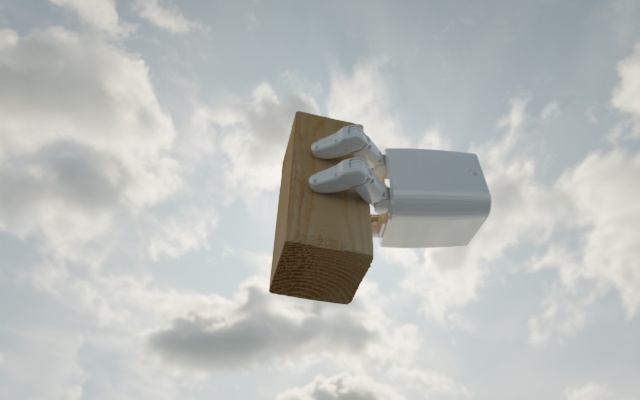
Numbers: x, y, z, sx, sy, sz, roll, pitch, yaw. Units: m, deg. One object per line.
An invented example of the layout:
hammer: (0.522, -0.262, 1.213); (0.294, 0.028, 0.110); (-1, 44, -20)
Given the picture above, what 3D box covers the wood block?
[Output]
wood block: (0.000, 0.002, 0.544); (0.090, 0.206, 0.091); (10, -46, -9)
